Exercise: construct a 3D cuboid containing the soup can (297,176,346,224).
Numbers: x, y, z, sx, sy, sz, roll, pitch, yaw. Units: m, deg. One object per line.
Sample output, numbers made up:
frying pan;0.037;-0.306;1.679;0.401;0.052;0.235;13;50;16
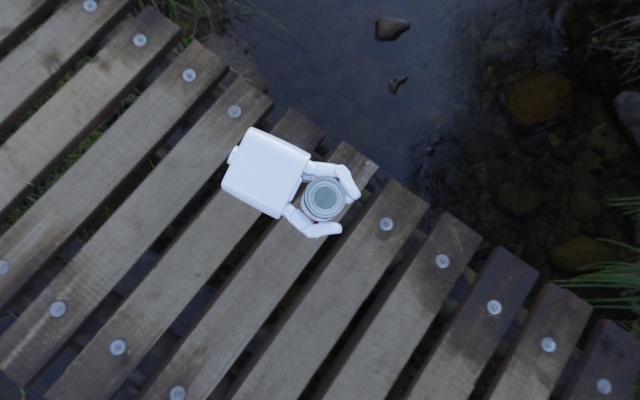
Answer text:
soup can;0.001;0.003;0.776;0.068;0.068;0.102;0;-9;-8
